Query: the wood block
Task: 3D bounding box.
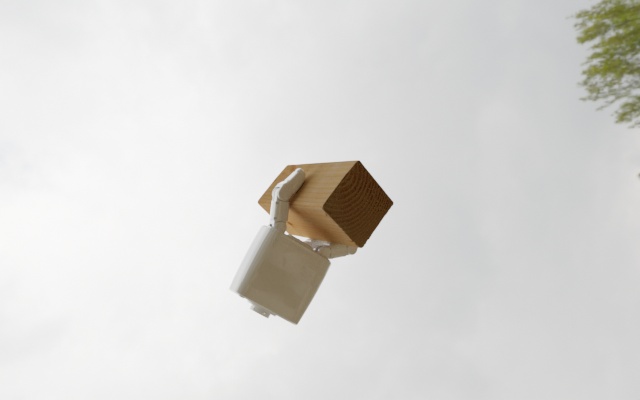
[{"bbox_3d":[0.000,0.003,0.738,0.091,0.090,0.206,47,-22,-25],"label":"wood block"}]
